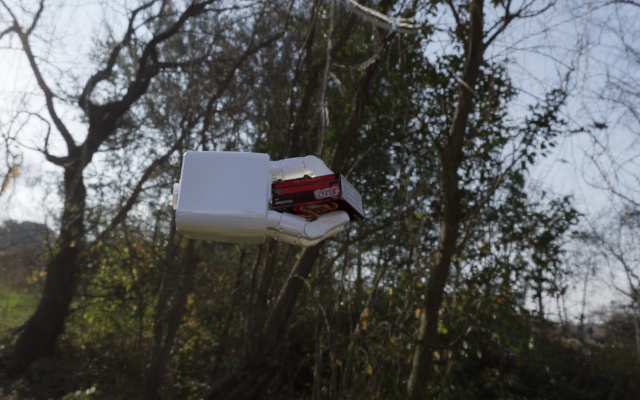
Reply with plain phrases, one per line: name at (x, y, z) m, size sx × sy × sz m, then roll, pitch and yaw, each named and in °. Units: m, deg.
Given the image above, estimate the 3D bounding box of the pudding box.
pudding box at (0.000, 0.002, 0.611) m, size 0.090 × 0.039 × 0.113 m, roll -7°, pitch -14°, yaw 18°
